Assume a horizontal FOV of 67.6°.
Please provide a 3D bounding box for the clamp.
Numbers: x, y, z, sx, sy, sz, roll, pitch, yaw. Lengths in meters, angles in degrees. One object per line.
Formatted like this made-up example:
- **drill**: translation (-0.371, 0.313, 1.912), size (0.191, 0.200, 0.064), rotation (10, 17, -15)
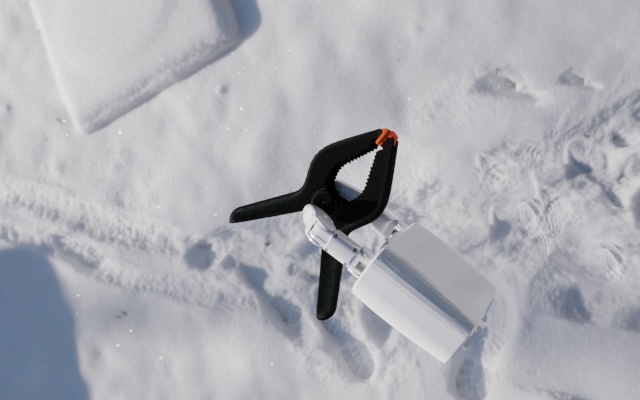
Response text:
- **clamp**: translation (0.000, 0.001, 0.514), size (0.164, 0.210, 0.036), rotation (38, 15, 16)
